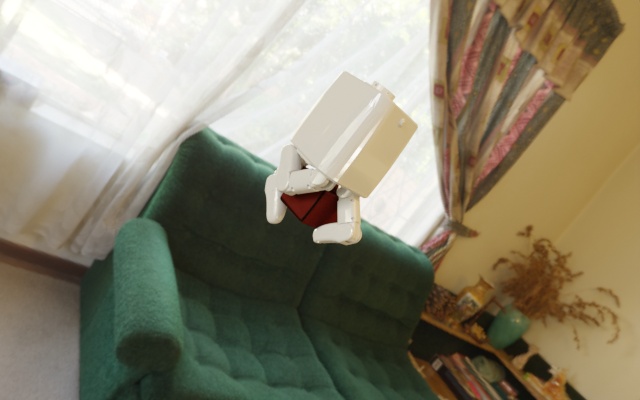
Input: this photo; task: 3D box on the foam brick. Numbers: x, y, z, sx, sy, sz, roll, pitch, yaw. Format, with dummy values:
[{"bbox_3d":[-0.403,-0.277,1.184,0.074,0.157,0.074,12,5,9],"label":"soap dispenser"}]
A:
[{"bbox_3d":[0.000,0.002,0.591,0.053,0.051,0.078,45,12,36],"label":"foam brick"}]
